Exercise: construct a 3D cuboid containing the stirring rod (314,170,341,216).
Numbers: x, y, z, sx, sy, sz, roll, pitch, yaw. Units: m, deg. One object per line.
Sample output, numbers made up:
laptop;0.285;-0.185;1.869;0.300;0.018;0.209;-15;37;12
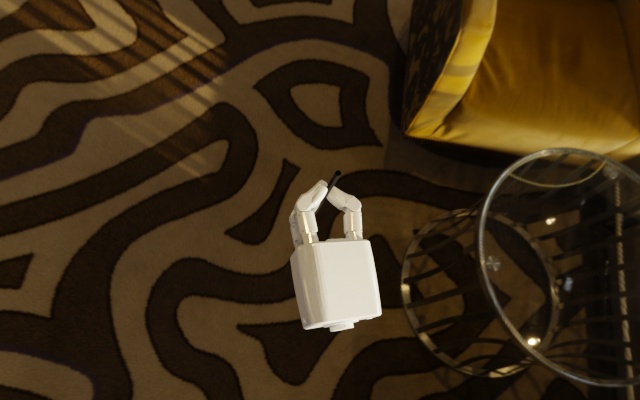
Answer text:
stirring rod;0.000;0.002;0.729;0.011;0.011;0.240;0;-18;-12
